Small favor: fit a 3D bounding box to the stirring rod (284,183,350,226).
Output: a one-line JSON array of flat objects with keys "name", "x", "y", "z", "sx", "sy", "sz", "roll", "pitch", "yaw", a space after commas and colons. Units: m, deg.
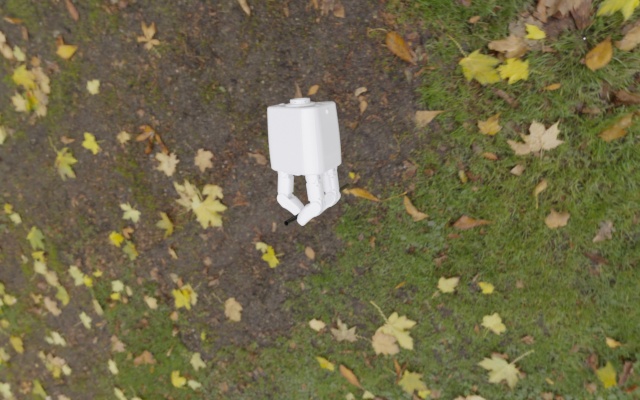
[{"name": "stirring rod", "x": 0.000, "y": 0.003, "z": 0.874, "sx": 0.011, "sy": 0.011, "sz": 0.239, "roll": 0, "pitch": 17, "yaw": 29}]
